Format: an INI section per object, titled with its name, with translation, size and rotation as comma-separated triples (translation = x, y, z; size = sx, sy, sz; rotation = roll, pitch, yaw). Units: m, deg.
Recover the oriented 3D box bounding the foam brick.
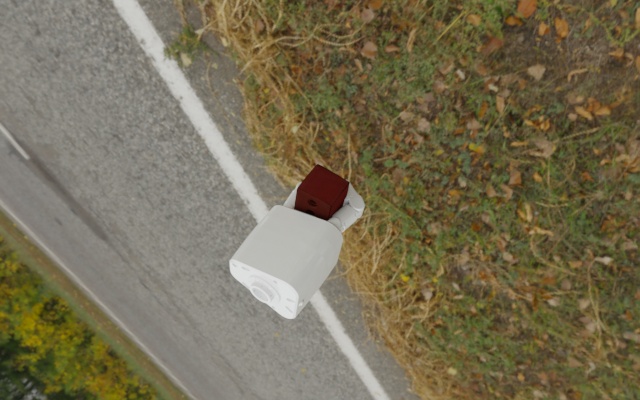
[foam brick]
translation = 0.000, 0.002, 0.645
size = 0.053, 0.051, 0.078
rotation = 29, -36, 14
